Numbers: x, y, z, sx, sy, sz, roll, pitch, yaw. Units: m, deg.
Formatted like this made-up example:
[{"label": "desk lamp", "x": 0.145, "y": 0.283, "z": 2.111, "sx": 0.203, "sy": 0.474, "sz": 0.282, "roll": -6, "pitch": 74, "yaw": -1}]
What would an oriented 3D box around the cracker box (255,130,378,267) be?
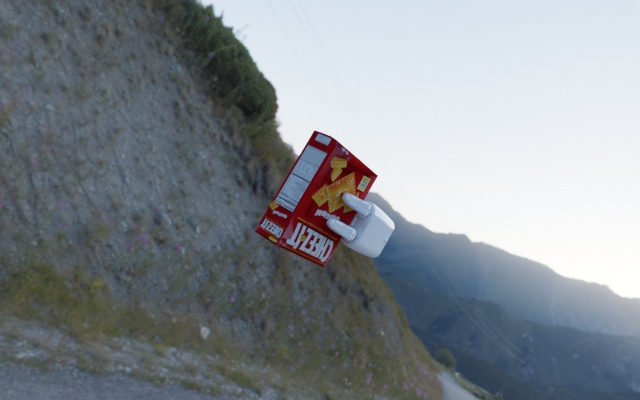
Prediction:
[{"label": "cracker box", "x": 0.000, "y": 0.003, "z": 0.892, "sx": 0.072, "sy": 0.213, "sz": 0.164, "roll": 28, "pitch": -4, "yaw": 39}]
